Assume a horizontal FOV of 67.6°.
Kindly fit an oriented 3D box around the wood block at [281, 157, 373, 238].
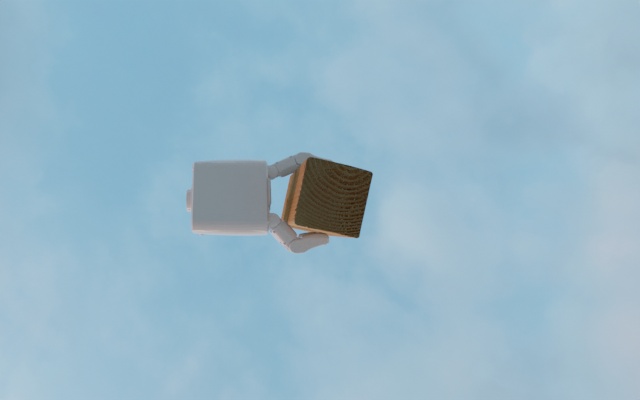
[{"bbox_3d":[0.000,0.002,0.705,0.090,0.091,0.206,13,-5,-9],"label":"wood block"}]
